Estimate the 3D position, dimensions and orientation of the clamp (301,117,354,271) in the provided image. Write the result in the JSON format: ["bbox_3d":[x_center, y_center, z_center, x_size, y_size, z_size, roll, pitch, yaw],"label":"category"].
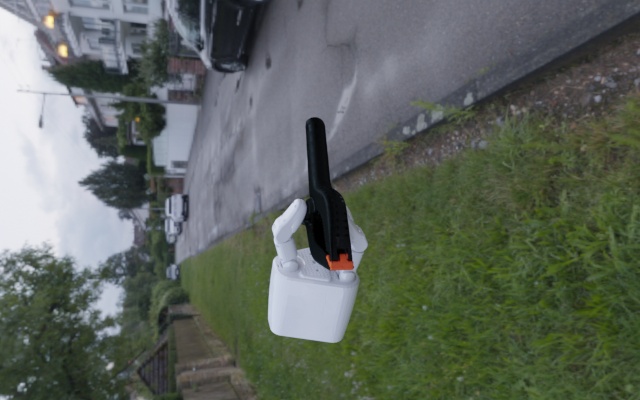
[{"bbox_3d":[-0.001,0.002,0.592,0.036,0.165,0.210,1,29,-18],"label":"clamp"}]
